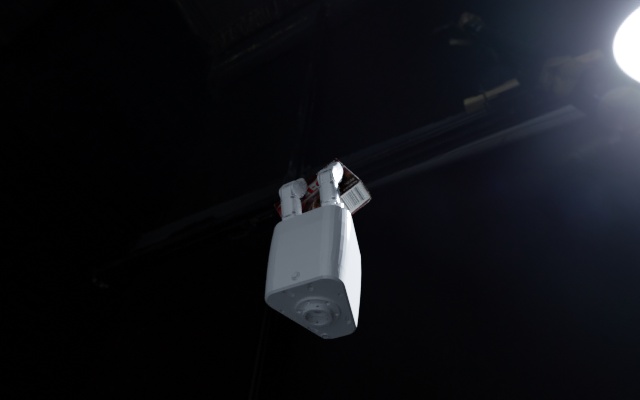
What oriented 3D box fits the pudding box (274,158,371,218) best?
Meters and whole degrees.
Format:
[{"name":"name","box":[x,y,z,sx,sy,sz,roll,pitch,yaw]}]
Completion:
[{"name":"pudding box","box":[0.000,0.002,0.638,0.113,0.039,0.090,-36,32,-3]}]
